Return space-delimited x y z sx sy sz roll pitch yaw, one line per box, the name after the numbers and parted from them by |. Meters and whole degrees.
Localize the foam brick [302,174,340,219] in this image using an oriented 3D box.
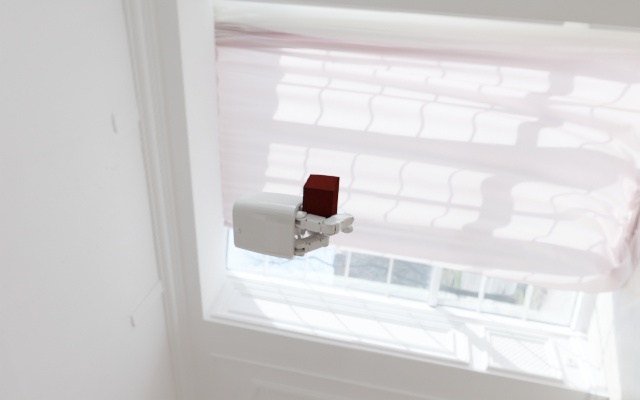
0.000 0.002 0.779 0.051 0.078 0.053 9 30 10 | foam brick
